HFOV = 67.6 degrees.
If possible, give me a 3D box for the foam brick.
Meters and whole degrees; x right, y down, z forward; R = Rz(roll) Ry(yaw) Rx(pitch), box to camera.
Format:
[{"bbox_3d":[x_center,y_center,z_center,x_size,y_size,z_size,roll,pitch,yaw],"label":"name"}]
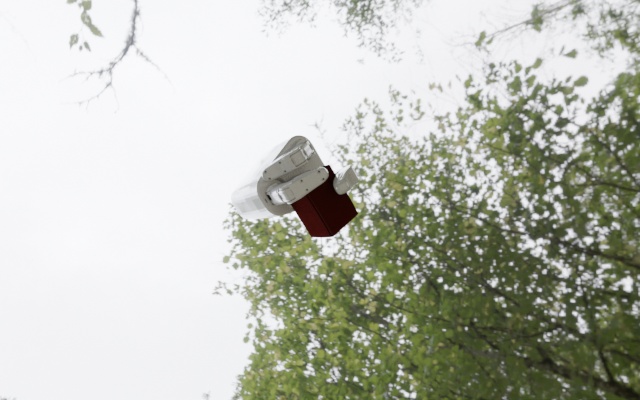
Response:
[{"bbox_3d":[0.000,0.002,0.612,0.053,0.078,0.051,-37,13,-30],"label":"foam brick"}]
